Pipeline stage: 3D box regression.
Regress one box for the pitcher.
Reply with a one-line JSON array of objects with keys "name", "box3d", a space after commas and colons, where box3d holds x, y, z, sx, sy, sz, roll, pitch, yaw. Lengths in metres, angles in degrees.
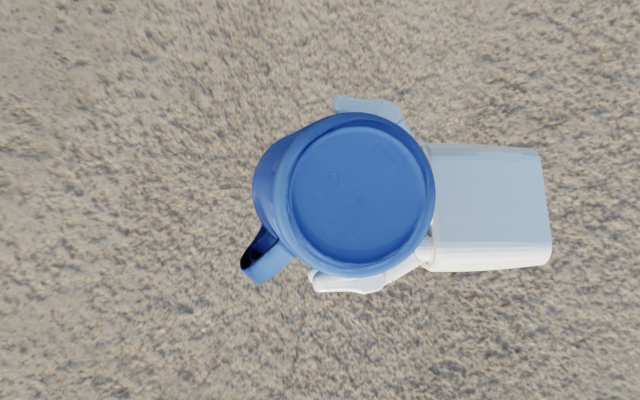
[{"name": "pitcher", "box3d": [0.000, 0.001, 0.416, 0.145, 0.149, 0.243, -1, 2, -8]}]
